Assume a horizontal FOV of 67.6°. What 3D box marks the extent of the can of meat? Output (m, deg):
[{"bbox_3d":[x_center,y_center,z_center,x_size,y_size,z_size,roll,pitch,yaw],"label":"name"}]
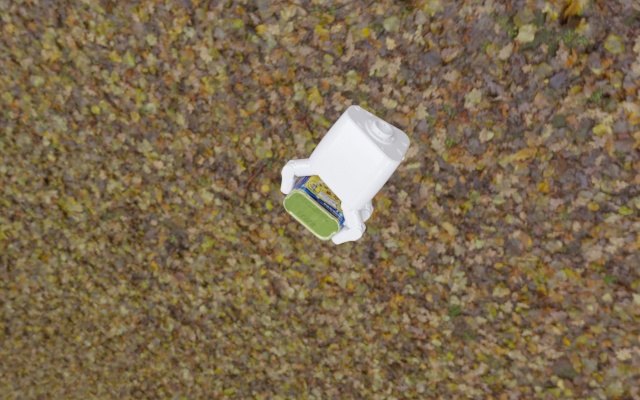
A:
[{"bbox_3d":[0.000,0.003,0.763,0.057,0.102,0.084,-47,5,38],"label":"can of meat"}]
